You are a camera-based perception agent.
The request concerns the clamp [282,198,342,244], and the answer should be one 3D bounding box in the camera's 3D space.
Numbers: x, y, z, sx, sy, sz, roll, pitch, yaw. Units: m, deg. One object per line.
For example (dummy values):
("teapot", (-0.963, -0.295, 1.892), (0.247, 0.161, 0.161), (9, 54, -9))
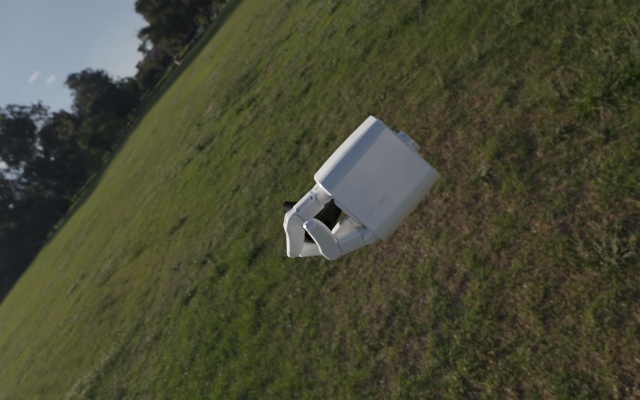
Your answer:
("clamp", (0.000, 0.002, 0.668), (0.039, 0.120, 0.171), (38, 9, -22))
